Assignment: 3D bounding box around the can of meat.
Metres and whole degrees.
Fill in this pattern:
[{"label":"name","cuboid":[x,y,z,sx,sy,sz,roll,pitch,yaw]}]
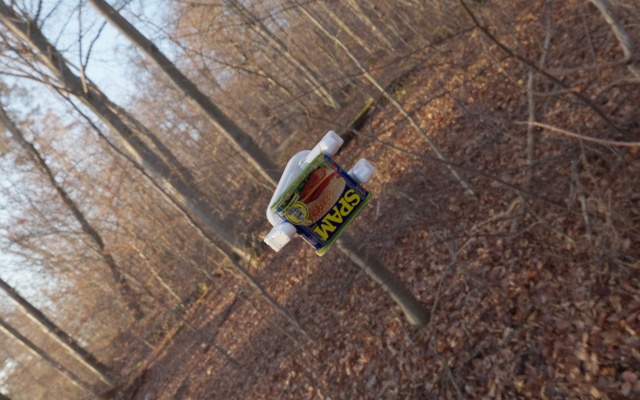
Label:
[{"label":"can of meat","cuboid":[0.000,0.002,0.589,0.084,0.102,0.057,42,-4,-7]}]
